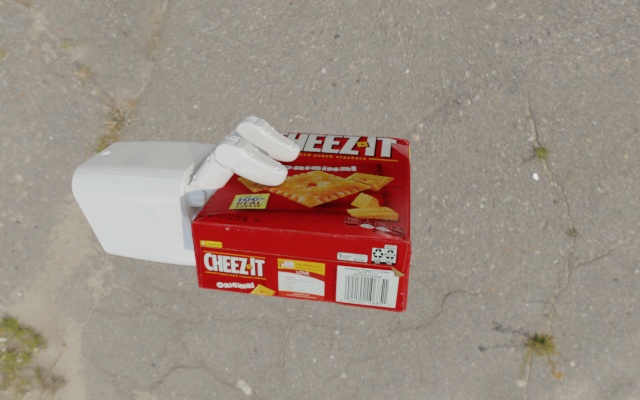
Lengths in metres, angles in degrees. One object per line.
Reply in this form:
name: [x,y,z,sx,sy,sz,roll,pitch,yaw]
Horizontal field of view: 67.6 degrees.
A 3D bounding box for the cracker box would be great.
cracker box: [0.000,0.002,0.442,0.164,0.072,0.213,5,28,8]
